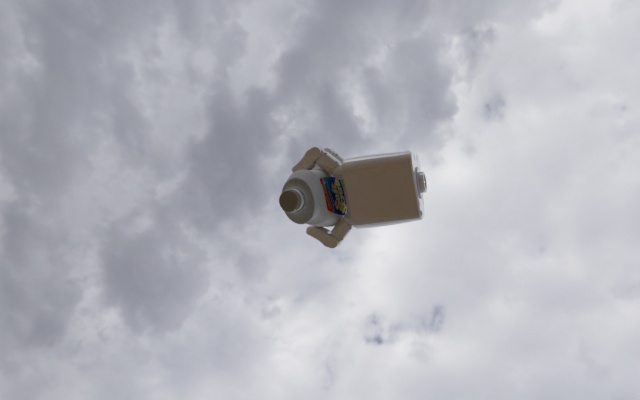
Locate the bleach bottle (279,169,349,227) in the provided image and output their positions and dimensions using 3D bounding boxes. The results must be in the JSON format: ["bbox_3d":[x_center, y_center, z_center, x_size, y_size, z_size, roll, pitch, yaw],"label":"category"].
[{"bbox_3d":[0.000,0.002,0.747,0.068,0.102,0.251,-7,1,20],"label":"bleach bottle"}]
